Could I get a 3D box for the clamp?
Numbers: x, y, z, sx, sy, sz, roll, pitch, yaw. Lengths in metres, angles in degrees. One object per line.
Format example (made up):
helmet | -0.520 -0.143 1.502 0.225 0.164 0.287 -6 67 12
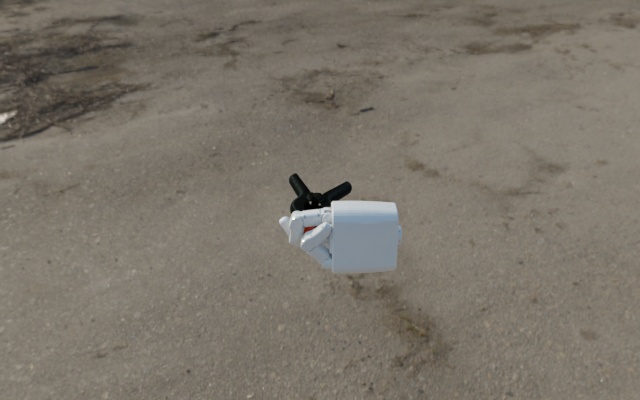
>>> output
clamp | 0.000 0.002 0.857 0.120 0.039 0.171 0 34 0
